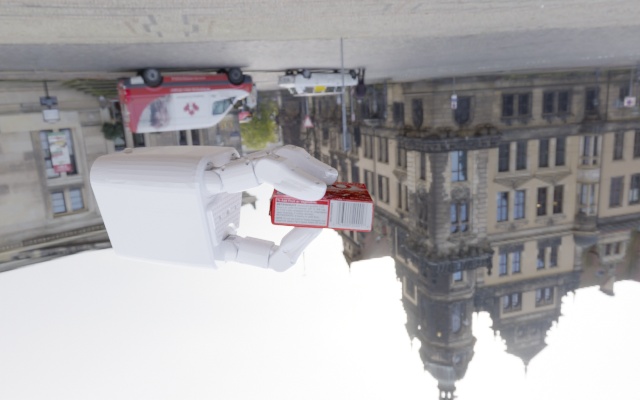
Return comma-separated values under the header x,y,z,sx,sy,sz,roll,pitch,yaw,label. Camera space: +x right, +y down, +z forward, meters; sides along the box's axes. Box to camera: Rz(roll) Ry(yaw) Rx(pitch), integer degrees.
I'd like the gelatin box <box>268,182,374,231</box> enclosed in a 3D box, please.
x,y,z,sx,sy,sz,roll,pitch,yaw,label
0.000,0.002,0.436,0.089,0.030,0.073,4,14,-2,gelatin box
